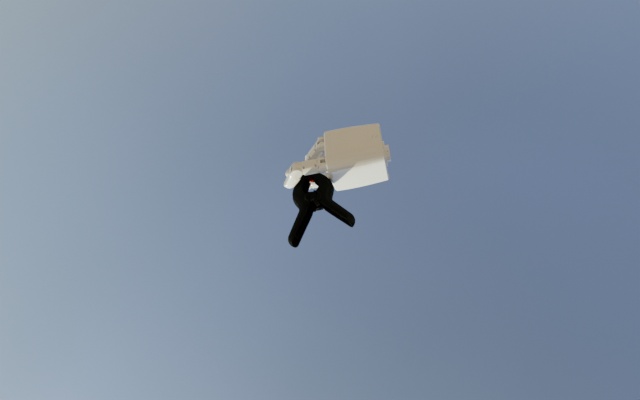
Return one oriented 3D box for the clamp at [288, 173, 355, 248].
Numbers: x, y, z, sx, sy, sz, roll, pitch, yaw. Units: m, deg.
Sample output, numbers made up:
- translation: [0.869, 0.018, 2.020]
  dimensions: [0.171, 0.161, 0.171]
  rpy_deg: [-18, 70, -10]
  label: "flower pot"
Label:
- translation: [0.000, 0.003, 0.860]
  dimensions: [0.120, 0.171, 0.039]
  rpy_deg: [-10, -40, 9]
  label: "clamp"
